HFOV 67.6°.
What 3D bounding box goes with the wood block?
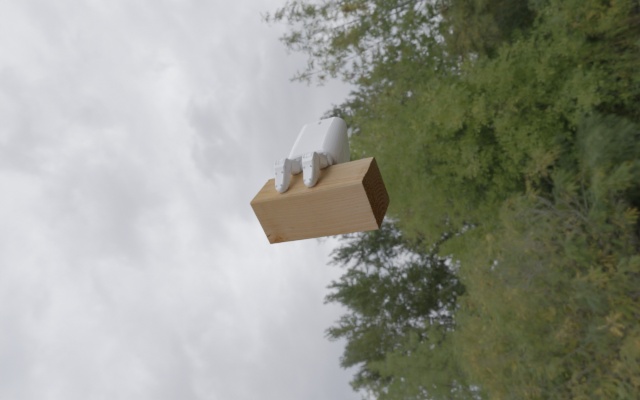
[{"bbox_3d":[0.000,0.003,0.810,0.206,0.091,0.090,-10,28,27],"label":"wood block"}]
